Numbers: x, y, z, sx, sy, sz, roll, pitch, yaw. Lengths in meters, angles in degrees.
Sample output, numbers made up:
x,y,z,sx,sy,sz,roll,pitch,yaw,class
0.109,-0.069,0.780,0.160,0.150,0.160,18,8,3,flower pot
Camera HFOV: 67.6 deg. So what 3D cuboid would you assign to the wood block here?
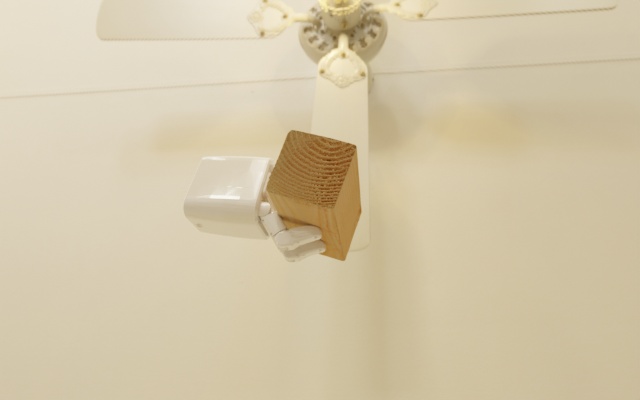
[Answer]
x,y,z,sx,sy,sz,roll,pitch,yaw,class
0.000,0.002,0.661,0.090,0.090,0.206,15,-21,13,wood block
